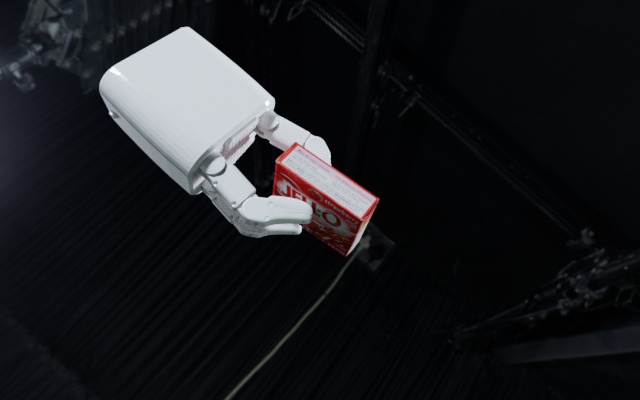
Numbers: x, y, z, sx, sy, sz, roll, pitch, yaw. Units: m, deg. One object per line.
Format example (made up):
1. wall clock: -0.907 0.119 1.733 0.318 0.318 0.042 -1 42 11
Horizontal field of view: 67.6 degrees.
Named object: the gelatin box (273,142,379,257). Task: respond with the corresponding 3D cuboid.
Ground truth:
1. gelatin box: 0.001 0.001 0.416 0.089 0.030 0.073 35 -29 11
